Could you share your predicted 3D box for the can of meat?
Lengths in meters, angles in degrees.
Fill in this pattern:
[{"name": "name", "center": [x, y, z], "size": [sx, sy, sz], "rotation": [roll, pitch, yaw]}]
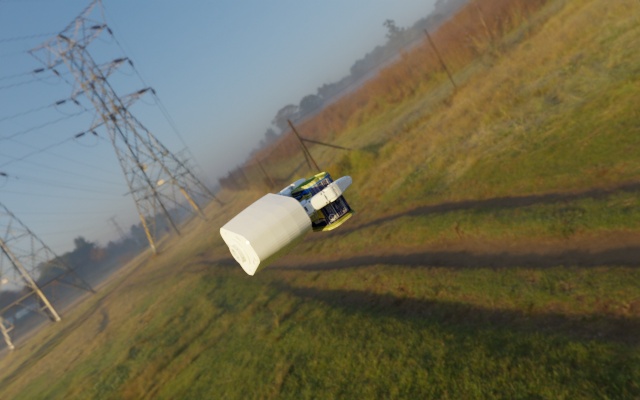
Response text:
[{"name": "can of meat", "center": [0.000, 0.002, 0.818], "size": [0.057, 0.084, 0.102], "rotation": [-36, 8, -23]}]
